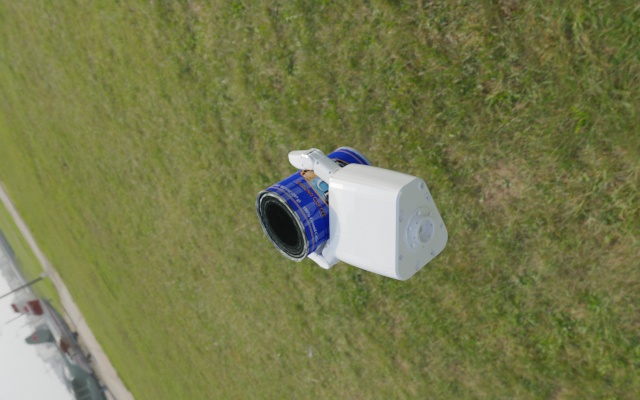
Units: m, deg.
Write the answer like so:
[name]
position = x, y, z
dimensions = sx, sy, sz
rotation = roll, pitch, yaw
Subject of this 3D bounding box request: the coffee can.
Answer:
[coffee can]
position = 0.000, 0.002, 0.639
dimensions = 0.140, 0.103, 0.103
rotation = -31, 17, -31
